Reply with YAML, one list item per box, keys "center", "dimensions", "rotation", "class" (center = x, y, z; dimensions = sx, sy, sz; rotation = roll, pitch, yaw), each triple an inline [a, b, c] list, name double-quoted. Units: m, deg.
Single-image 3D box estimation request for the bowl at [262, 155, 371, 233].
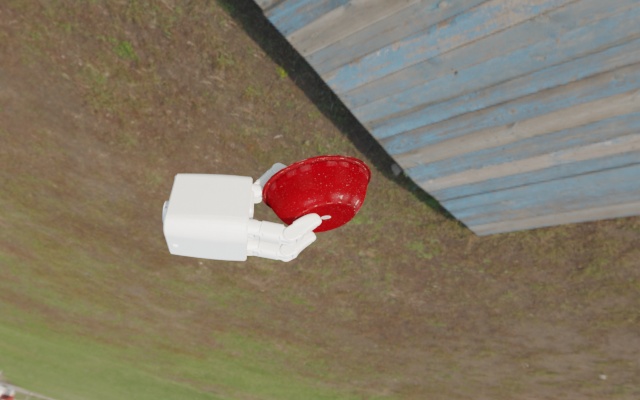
- center: [0.002, 0.002, 0.680]
  dimensions: [0.162, 0.055, 0.162]
  rotation: [-11, -27, -6]
  class: "bowl"
